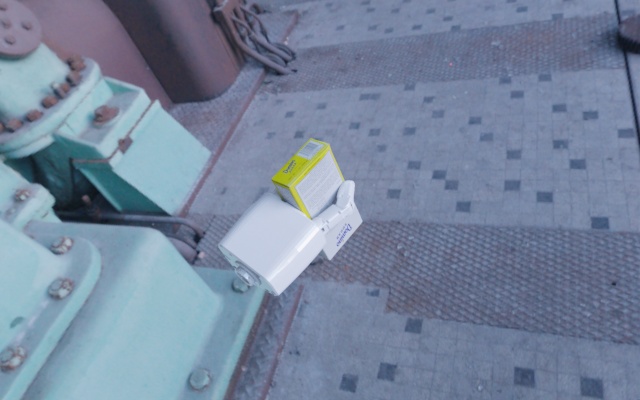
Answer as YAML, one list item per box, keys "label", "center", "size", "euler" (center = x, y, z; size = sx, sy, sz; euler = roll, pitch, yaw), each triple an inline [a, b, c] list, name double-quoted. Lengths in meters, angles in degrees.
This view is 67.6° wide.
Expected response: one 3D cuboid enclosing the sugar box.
- label: "sugar box"
  center: [0.000, 0.002, 0.728]
  size: [0.048, 0.093, 0.176]
  euler: [25, -28, 37]
